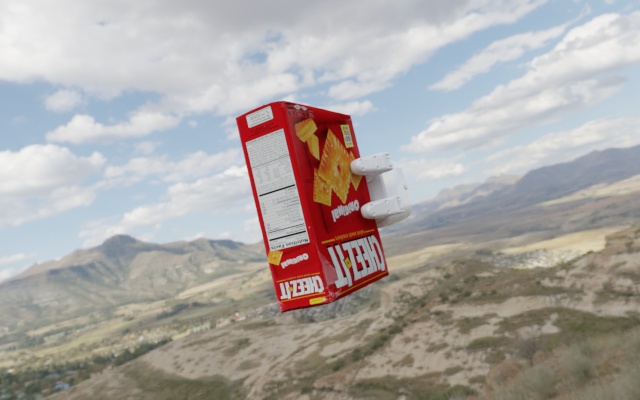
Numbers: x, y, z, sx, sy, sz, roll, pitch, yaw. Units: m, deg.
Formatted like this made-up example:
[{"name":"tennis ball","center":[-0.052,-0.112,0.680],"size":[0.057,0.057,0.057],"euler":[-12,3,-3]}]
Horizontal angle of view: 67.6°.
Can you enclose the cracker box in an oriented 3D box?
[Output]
[{"name":"cracker box","center":[0.000,0.002,0.552],"size":[0.072,0.213,0.164],"euler":[-17,-6,29]}]
